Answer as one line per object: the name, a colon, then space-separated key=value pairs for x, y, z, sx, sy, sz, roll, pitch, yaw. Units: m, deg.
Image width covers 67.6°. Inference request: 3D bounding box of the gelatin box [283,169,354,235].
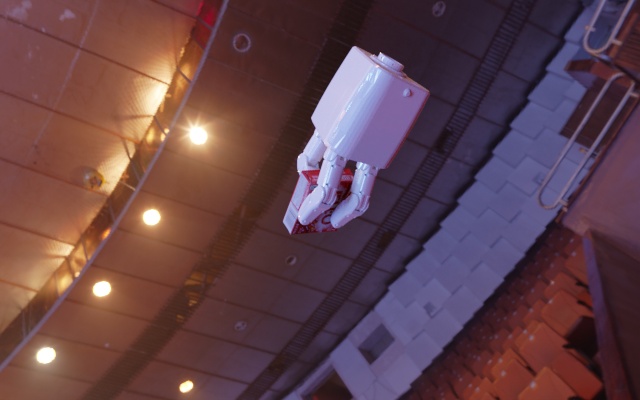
gelatin box: x=0.000 y=0.002 z=0.618 sx=0.073 sy=0.089 sz=0.030 roll=-2 pitch=41 yaw=-33
